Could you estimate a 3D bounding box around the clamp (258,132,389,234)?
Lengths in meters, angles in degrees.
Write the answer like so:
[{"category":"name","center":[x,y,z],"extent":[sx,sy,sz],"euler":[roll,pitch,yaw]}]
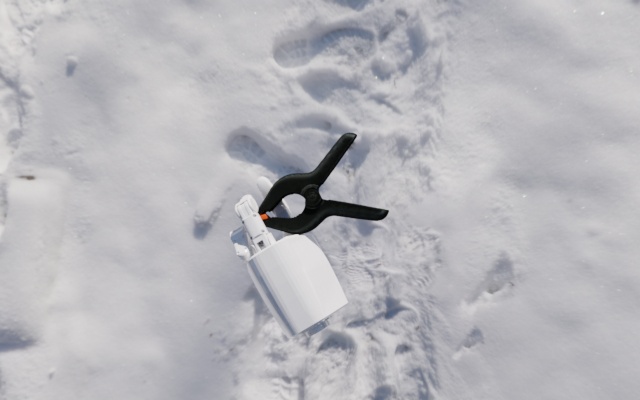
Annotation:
[{"category":"clamp","center":[0.000,0.002,0.616],"extent":[0.171,0.120,0.039],"euler":[-31,-11,3]}]
